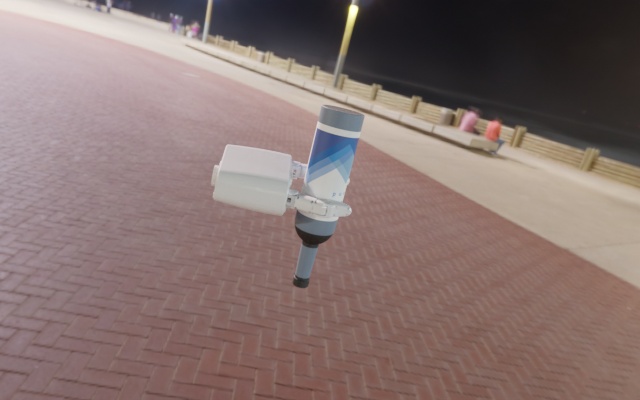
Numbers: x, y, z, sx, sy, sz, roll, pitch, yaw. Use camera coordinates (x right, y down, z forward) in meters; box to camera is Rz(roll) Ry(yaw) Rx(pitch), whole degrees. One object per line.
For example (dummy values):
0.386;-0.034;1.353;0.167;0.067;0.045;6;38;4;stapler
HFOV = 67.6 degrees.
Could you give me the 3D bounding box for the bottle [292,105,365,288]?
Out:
0.000;0.002;0.752;0.069;0.296;0.069;13;17;-4;bottle
